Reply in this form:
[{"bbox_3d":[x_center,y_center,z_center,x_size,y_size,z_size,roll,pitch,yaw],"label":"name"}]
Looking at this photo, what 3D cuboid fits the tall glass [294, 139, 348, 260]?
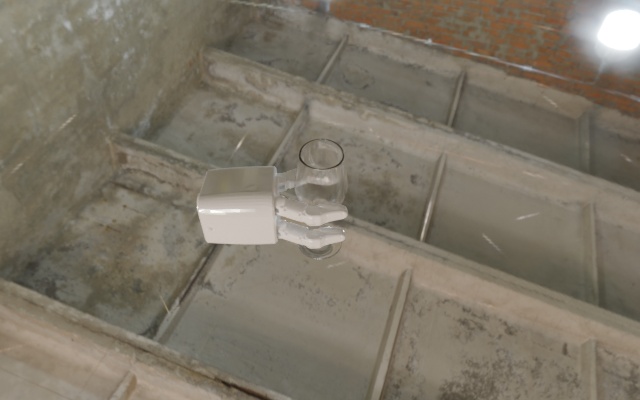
[{"bbox_3d":[0.000,0.003,0.721,0.079,0.079,0.201,0,-41,-1],"label":"tall glass"}]
